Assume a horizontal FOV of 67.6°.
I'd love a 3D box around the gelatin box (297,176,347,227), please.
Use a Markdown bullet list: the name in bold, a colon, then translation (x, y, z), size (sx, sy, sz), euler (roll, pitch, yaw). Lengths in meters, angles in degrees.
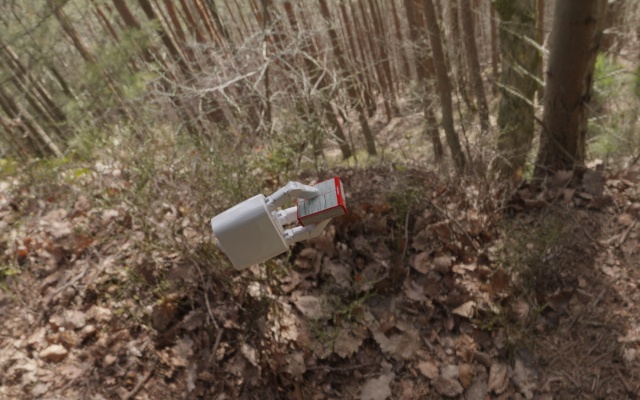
- **gelatin box**: translation (0.000, 0.002, 0.879), size (0.089, 0.073, 0.030), euler (-19, -45, 14)
